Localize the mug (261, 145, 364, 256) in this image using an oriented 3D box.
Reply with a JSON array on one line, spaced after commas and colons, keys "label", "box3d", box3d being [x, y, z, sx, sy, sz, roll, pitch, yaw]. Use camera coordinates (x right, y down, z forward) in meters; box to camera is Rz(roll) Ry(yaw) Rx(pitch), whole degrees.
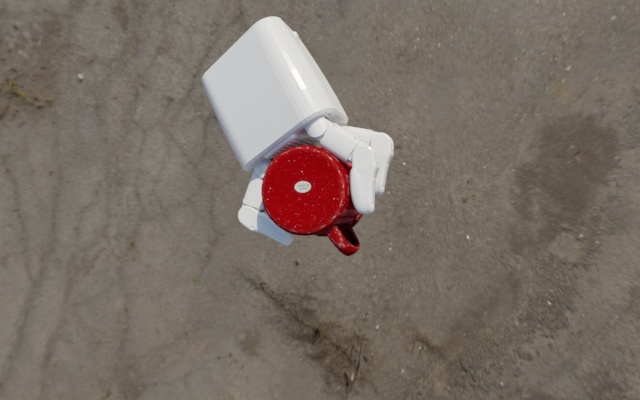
[{"label": "mug", "box3d": [0.001, 0.003, 0.457, 0.093, 0.117, 0.081, -31, -8, 14]}]
